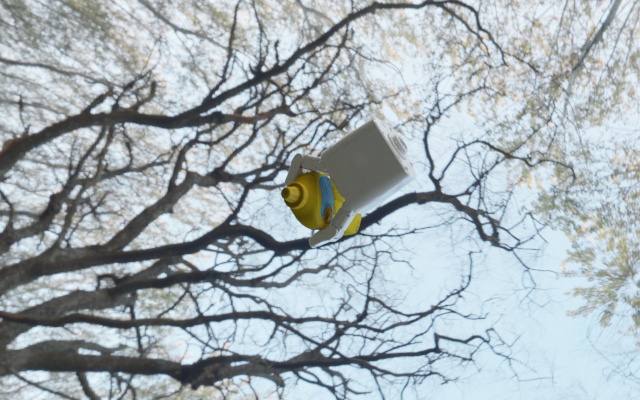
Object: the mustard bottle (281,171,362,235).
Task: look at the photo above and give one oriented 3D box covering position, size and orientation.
[{"bbox_3d":[0.000,0.003,0.792,0.058,0.096,0.192,-8,-13,32],"label":"mustard bottle"}]
